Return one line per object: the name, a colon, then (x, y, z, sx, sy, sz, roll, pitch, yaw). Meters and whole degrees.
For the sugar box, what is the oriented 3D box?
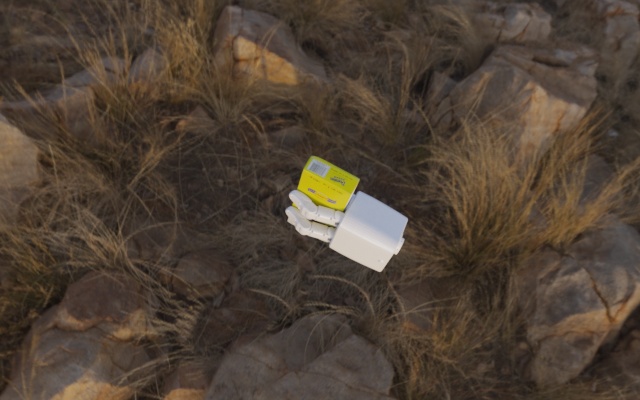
sugar box: (0.000, 0.003, 0.867, 0.093, 0.048, 0.176, 28, -37, 6)
